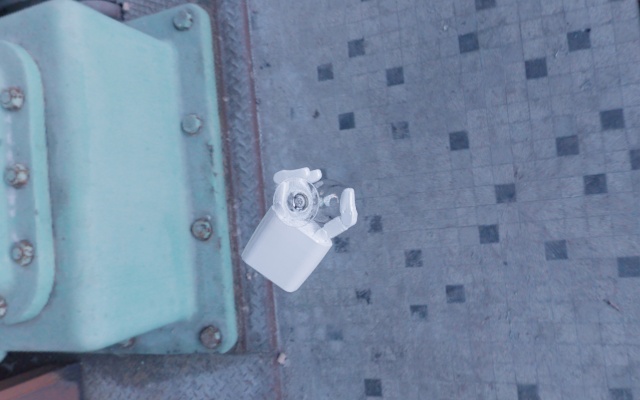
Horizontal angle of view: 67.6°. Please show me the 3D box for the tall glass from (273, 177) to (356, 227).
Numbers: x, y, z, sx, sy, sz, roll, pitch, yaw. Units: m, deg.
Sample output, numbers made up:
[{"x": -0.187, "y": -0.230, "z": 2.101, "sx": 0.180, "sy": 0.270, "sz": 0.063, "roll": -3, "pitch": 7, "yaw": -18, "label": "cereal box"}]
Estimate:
[{"x": 0.000, "y": 0.002, "z": 0.787, "sx": 0.079, "sy": 0.079, "sz": 0.201, "roll": 0, "pitch": 0, "yaw": 22, "label": "tall glass"}]
